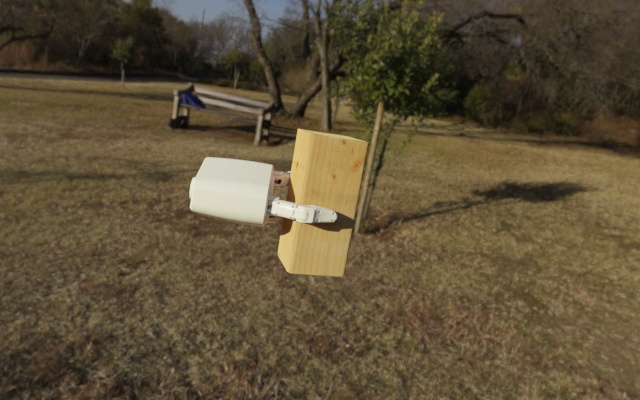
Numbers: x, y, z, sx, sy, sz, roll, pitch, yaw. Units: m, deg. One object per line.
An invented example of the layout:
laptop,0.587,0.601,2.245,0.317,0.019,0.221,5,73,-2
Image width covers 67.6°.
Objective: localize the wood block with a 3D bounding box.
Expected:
wood block,0.000,0.002,0.731,0.090,0.206,0.091,7,11,-17
